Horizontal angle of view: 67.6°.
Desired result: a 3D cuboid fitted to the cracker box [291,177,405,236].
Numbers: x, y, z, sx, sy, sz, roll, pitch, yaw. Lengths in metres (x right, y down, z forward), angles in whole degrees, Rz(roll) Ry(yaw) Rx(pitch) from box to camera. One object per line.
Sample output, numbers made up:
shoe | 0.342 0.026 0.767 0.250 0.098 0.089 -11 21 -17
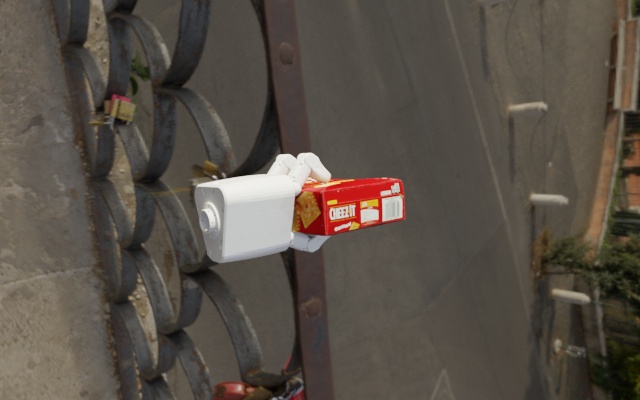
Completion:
cracker box | 0.000 0.003 0.759 0.164 0.072 0.213 -9 8 -39
